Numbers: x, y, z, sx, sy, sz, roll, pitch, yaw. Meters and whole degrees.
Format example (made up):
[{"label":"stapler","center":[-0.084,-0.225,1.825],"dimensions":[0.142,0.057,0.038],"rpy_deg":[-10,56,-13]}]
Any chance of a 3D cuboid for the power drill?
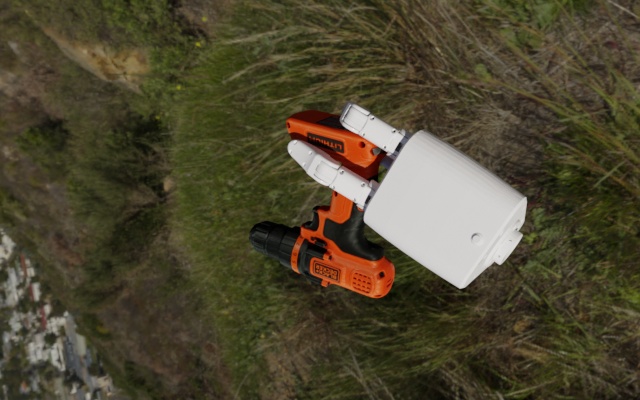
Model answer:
[{"label":"power drill","center":[0.000,0.001,0.519],"dimensions":[0.184,0.188,0.057],"rpy_deg":[16,29,24]}]
